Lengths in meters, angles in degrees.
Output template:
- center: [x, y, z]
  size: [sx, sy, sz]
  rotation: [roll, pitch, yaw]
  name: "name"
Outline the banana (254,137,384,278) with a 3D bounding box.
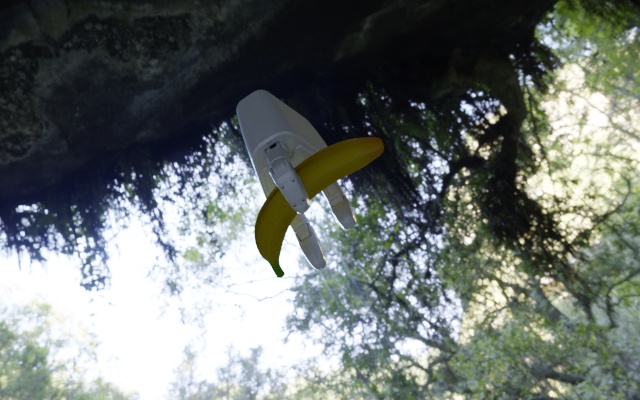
- center: [-0.016, -0.003, 0.517]
  size: [0.070, 0.198, 0.037]
  rotation: [28, 21, -29]
  name: "banana"
